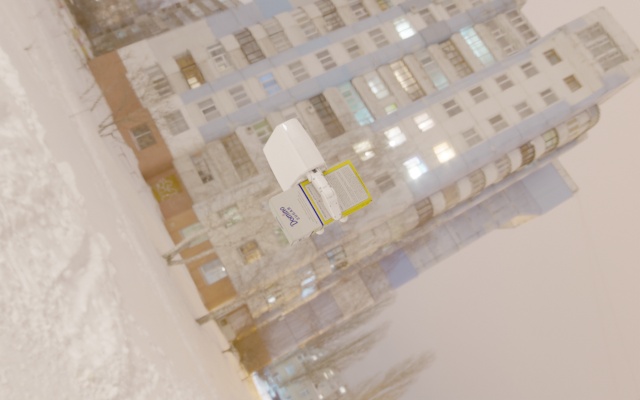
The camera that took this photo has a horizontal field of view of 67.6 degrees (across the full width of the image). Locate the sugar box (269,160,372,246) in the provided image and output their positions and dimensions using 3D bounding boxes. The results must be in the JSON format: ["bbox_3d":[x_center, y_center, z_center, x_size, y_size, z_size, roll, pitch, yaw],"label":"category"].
[{"bbox_3d":[0.000,0.003,0.898,0.176,0.093,0.048,-27,-11,-15],"label":"sugar box"}]
